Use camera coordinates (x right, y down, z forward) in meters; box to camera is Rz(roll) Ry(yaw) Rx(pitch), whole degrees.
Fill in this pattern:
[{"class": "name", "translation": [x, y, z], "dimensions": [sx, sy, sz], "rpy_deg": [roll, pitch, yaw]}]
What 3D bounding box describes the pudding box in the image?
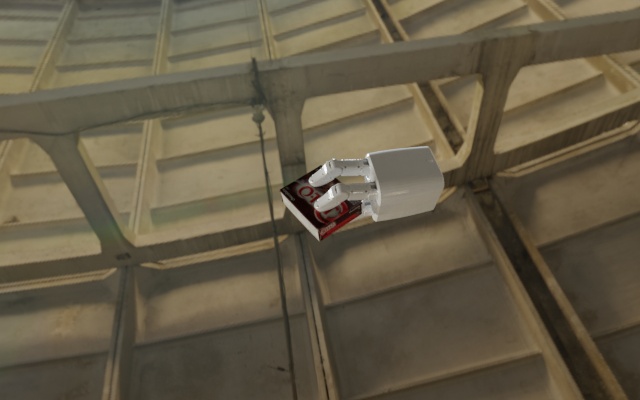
[{"class": "pudding box", "translation": [0.000, 0.003, 0.789], "dimensions": [0.090, 0.039, 0.113], "rpy_deg": [-32, 52, -21]}]
